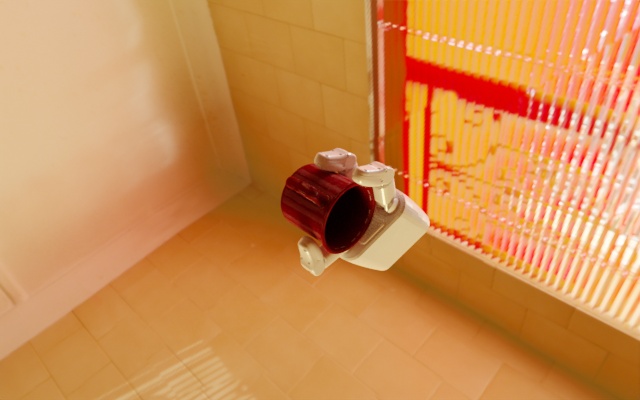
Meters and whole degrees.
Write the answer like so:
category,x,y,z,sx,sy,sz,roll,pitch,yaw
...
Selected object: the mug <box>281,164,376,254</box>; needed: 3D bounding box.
category,x,y,z,sx,sy,sz,roll,pitch,yaw
mug,-0.001,0.001,0.567,0.081,0.093,0.117,29,-1,37
